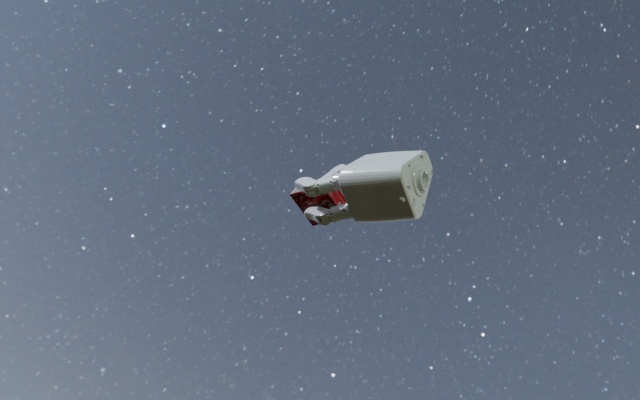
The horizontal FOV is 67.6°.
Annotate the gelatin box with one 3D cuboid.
[{"bbox_3d":[0.000,0.002,0.816,0.089,0.073,0.030,-14,28,48],"label":"gelatin box"}]
